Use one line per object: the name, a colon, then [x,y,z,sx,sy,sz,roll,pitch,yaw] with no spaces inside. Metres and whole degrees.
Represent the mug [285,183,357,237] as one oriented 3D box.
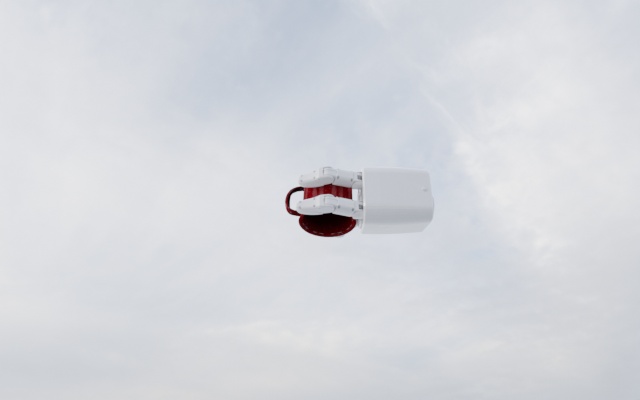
mug: [-0.001,0.002,0.786,0.117,0.081,0.093,2,-34,0]
